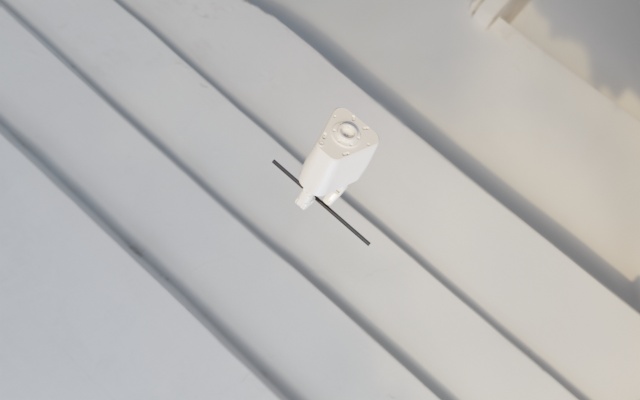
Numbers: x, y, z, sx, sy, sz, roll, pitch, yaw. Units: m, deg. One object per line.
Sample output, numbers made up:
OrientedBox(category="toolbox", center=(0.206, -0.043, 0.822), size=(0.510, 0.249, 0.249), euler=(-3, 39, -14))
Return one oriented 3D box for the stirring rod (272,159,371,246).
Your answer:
OrientedBox(category="stirring rod", center=(0.000, 0.003, 0.892), size=(0.239, 0.011, 0.011), euler=(41, 6, 8))
